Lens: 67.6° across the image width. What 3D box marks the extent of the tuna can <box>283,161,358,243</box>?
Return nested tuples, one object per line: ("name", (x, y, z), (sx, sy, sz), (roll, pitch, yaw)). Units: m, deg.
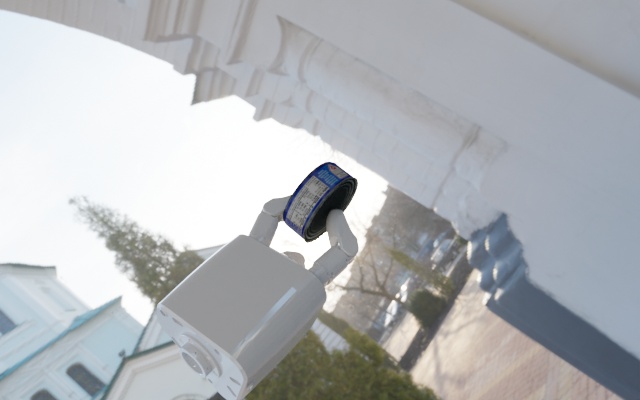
("tuna can", (0.000, 0.001, 0.504), (0.033, 0.086, 0.086), (38, 13, 18))
